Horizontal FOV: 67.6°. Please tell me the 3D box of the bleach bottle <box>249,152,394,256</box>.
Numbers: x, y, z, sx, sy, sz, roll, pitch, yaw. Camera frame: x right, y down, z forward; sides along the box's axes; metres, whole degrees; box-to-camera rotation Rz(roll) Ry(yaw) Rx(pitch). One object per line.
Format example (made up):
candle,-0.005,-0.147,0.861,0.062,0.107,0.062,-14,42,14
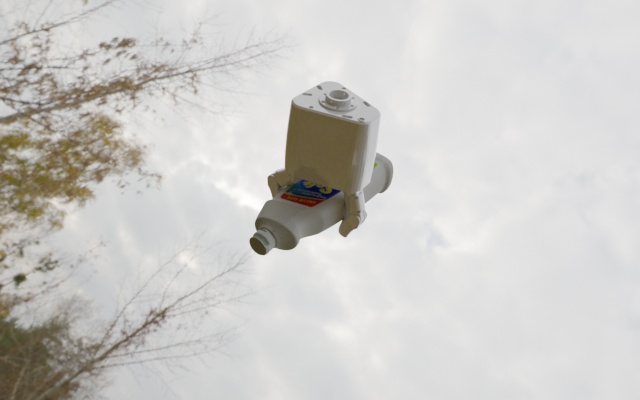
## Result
bleach bottle,0.000,0.002,0.685,0.102,0.068,0.250,28,44,24
